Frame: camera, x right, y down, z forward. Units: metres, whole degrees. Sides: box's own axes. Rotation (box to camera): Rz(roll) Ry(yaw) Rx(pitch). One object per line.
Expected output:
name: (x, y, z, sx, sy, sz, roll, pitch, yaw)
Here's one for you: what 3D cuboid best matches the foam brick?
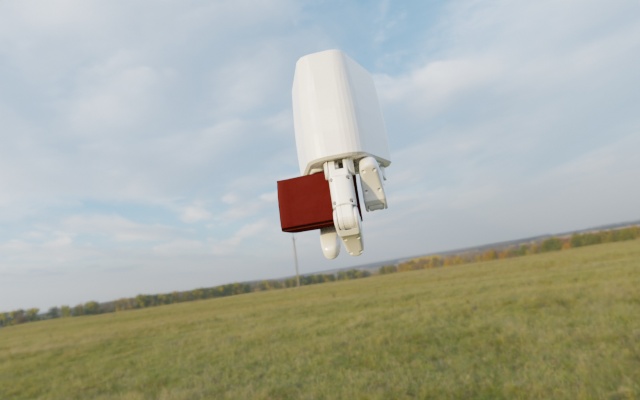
foam brick: (0.000, 0.002, 0.487, 0.078, 0.051, 0.053, -11, -8, 9)
